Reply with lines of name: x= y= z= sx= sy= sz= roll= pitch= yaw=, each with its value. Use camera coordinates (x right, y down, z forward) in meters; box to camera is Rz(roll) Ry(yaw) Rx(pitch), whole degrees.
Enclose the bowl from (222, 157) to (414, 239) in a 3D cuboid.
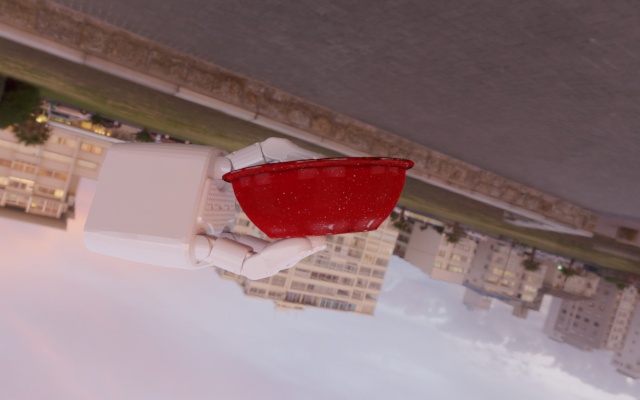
bowl: x=0.001 y=0.002 z=0.404 sx=0.162 sy=0.055 sz=0.162 roll=-5 pitch=-3 yaw=0
